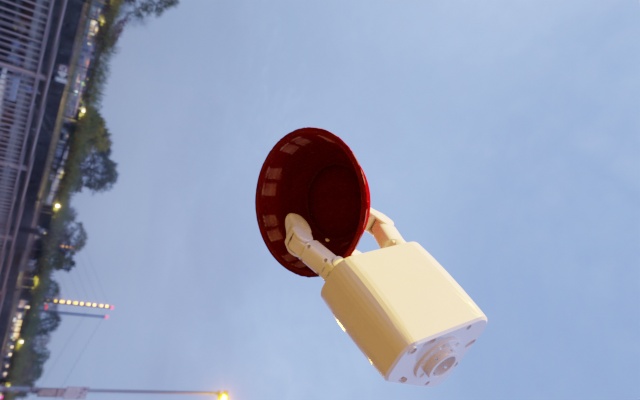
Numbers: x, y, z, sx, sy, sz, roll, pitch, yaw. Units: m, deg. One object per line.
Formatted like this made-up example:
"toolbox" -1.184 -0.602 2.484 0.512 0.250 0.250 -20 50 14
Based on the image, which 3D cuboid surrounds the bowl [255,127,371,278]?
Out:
"bowl" 0.000 0.001 0.534 0.162 0.162 0.055 0 1 40
